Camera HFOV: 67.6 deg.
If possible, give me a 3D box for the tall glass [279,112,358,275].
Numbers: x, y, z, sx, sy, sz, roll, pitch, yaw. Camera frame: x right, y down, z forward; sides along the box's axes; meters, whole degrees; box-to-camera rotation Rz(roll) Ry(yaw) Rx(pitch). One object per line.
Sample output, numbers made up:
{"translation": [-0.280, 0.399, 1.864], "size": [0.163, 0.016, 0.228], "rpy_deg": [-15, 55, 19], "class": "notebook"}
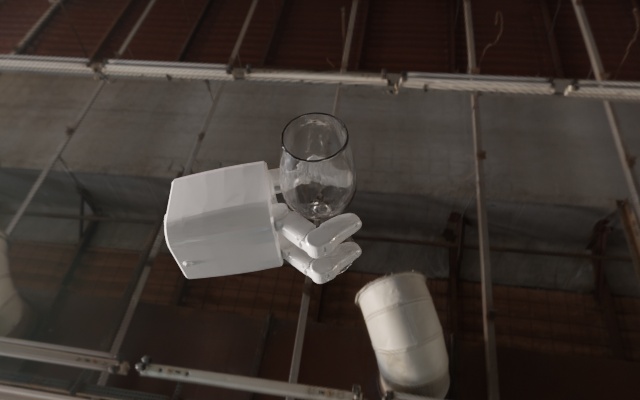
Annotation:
{"translation": [0.000, 0.002, 0.508], "size": [0.079, 0.079, 0.201], "rpy_deg": [0, -37, 4], "class": "tall glass"}
